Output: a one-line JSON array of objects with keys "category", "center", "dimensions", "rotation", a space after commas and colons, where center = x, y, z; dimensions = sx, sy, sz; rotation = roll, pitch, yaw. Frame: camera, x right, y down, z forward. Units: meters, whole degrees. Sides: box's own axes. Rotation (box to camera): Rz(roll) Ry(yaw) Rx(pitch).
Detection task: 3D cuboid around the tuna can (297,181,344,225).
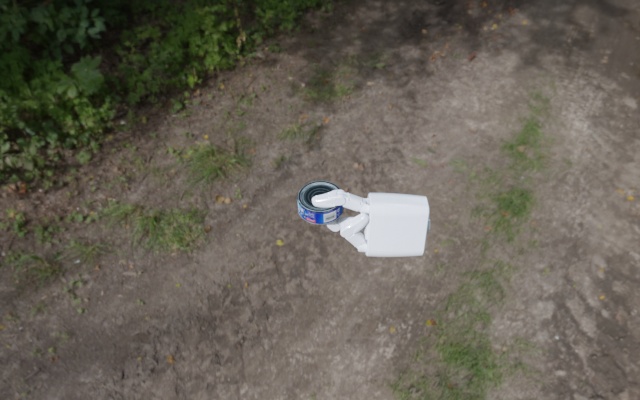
[{"category": "tuna can", "center": [0.000, 0.002, 0.879], "dimensions": [0.086, 0.034, 0.086], "rotation": [-1, 44, 1]}]
